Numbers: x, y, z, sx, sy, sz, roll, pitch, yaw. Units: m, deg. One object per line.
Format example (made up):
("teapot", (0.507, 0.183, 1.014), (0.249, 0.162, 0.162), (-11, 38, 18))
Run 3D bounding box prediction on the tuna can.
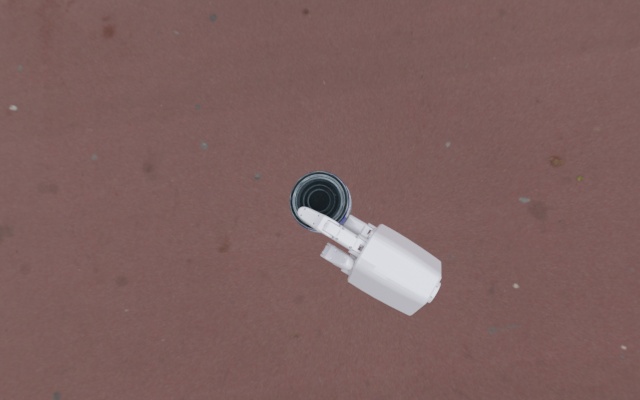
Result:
("tuna can", (0.000, 0.002, 0.671), (0.086, 0.086, 0.034), (0, -8, 9))
